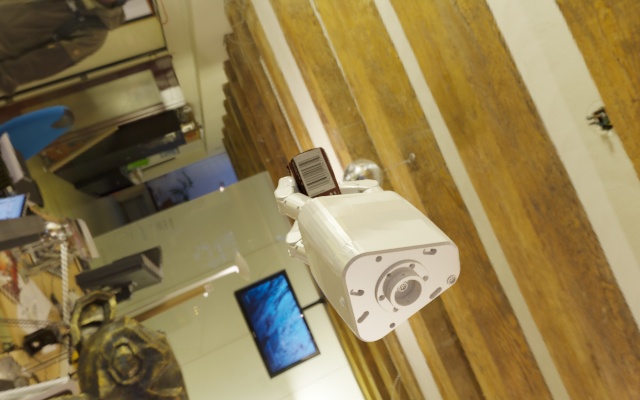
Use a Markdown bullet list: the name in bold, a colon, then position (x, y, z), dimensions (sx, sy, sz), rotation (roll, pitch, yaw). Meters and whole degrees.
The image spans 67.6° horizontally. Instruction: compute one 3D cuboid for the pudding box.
- **pudding box**: position (0.000, 0.002, 0.539), dimensions (0.039, 0.113, 0.090), rotation (-20, 1, -9)
